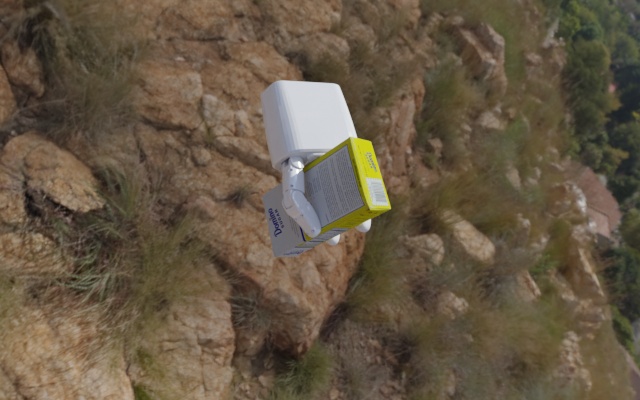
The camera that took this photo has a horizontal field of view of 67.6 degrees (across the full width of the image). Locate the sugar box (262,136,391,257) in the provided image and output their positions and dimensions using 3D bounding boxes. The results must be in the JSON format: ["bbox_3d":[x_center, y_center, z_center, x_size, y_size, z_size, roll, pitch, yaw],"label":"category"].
[{"bbox_3d":[0.001,0.002,0.609,0.048,0.093,0.176,5,-25,-43],"label":"sugar box"}]
